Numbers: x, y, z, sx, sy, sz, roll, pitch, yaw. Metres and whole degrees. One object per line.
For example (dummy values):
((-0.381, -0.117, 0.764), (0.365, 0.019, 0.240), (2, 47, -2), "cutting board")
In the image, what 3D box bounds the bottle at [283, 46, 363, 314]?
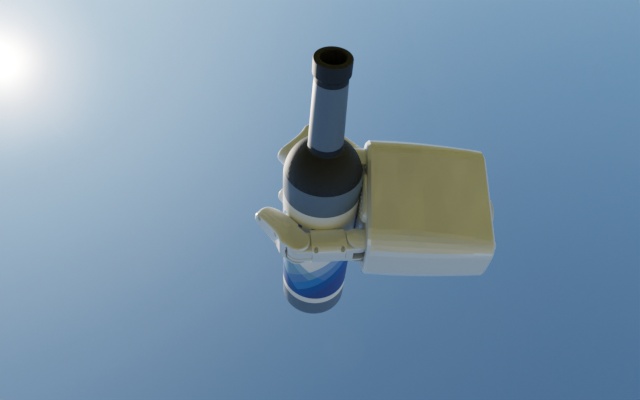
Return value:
((0.000, 0.002, 0.426), (0.069, 0.069, 0.296), (0, -41, -4), "bottle")
